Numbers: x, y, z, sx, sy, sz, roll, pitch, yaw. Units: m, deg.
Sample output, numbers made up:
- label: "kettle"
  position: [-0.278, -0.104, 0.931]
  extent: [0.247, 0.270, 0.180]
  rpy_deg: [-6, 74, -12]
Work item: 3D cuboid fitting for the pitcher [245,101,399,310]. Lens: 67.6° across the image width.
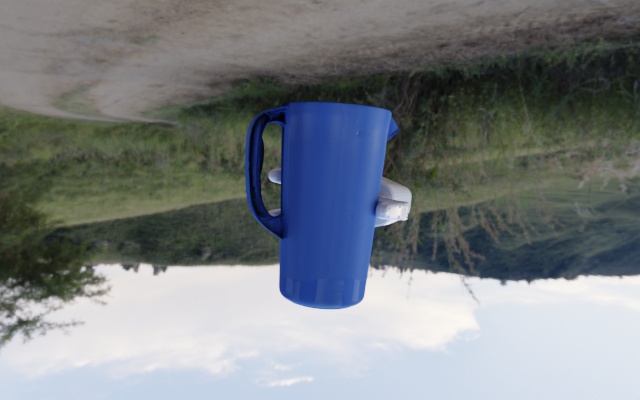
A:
- label: "pitcher"
  position: [0.000, 0.002, 0.584]
  extent: [0.149, 0.243, 0.145]
  rpy_deg: [7, 5, 25]
